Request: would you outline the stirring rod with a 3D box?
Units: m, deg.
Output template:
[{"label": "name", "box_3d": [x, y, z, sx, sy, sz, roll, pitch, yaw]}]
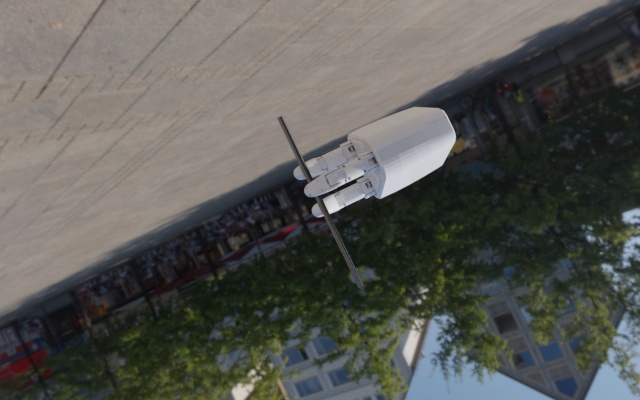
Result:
[{"label": "stirring rod", "box_3d": [0.000, 0.002, 0.611, 0.011, 0.239, 0.011, -26, 0, 0]}]
